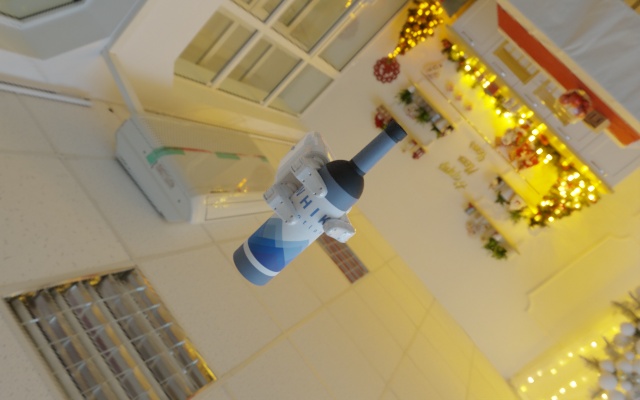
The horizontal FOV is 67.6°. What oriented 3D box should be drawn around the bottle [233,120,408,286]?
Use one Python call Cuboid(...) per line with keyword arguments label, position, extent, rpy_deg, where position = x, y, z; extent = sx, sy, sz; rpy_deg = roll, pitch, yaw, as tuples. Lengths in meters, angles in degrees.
Cuboid(label="bottle", position=(0.000, 0.002, 0.655), extent=(0.296, 0.069, 0.069), rpy_deg=(-43, -16, 17))
